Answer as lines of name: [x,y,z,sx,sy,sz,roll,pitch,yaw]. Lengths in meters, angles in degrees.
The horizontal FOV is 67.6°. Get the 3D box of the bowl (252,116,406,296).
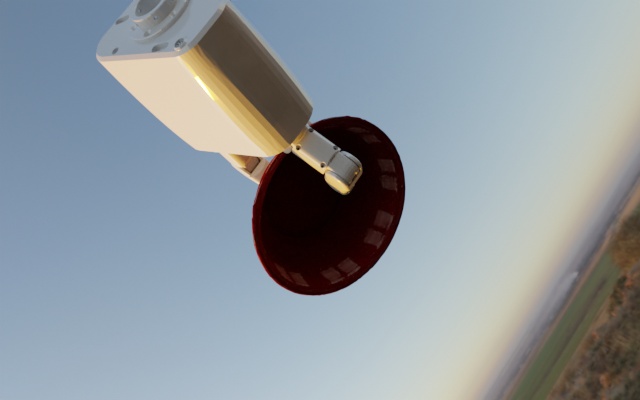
bowl: [0.000,0.002,0.434,0.162,0.162,0.055,0,15,-35]
